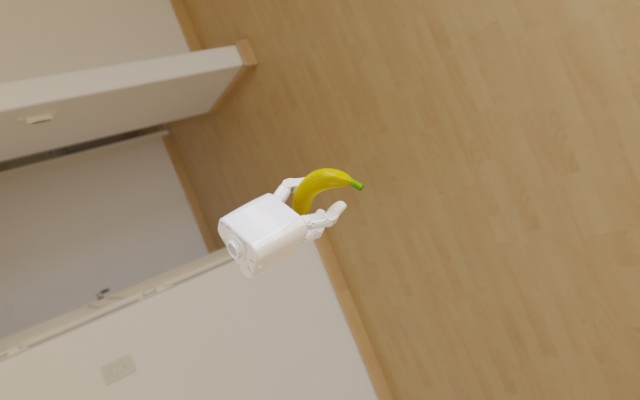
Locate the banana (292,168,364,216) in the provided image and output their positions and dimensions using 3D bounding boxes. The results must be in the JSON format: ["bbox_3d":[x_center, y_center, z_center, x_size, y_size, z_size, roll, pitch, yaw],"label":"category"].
[{"bbox_3d":[-0.008,-0.014,0.851,0.037,0.069,0.198,-36,5,-38],"label":"banana"}]
